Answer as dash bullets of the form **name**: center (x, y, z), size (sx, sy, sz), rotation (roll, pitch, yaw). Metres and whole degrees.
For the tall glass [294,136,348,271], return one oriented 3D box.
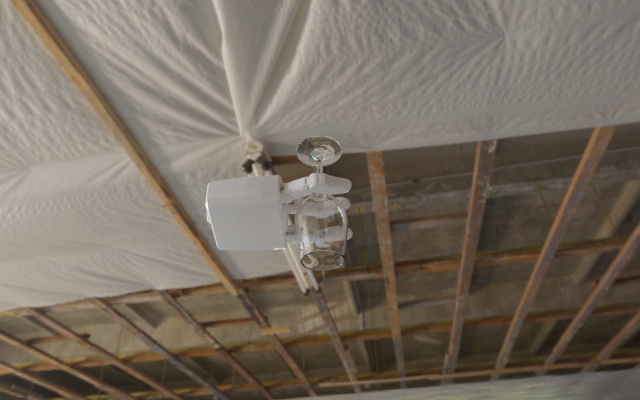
- **tall glass**: center (0.000, 0.002, 0.713), size (0.079, 0.201, 0.079), rotation (-2, -35, -1)
